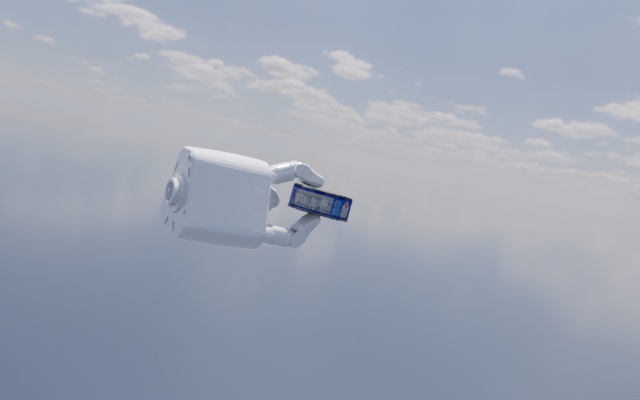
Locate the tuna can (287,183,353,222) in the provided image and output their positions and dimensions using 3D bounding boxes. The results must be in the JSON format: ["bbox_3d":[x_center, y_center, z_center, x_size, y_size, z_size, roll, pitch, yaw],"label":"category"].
[{"bbox_3d":[0.000,0.002,0.656,0.086,0.034,0.086,16,2,-1],"label":"tuna can"}]
